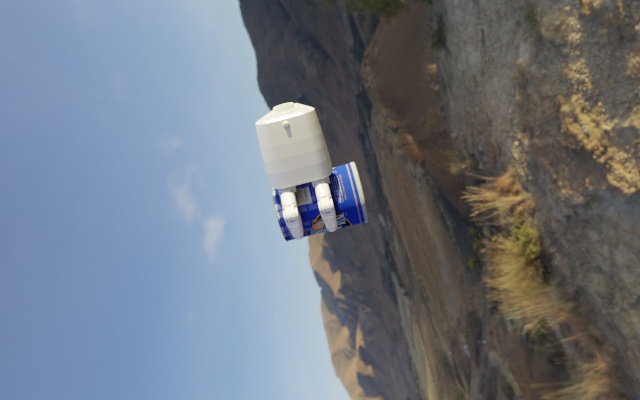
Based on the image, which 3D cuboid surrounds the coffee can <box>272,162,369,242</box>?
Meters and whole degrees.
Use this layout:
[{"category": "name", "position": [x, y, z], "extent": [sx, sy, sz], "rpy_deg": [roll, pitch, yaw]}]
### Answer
[{"category": "coffee can", "position": [0.000, 0.003, 0.793], "extent": [0.140, 0.103, 0.103], "rpy_deg": [-14, -1, 2]}]
